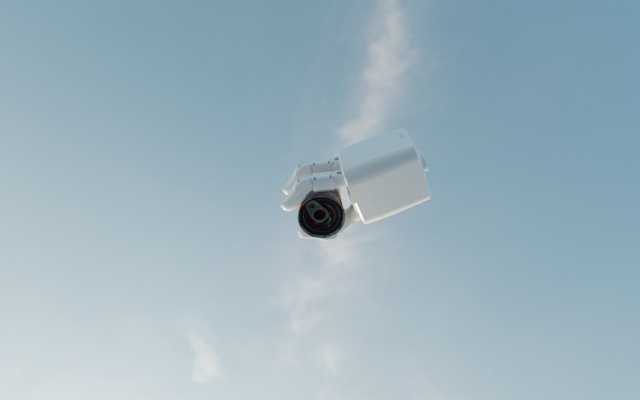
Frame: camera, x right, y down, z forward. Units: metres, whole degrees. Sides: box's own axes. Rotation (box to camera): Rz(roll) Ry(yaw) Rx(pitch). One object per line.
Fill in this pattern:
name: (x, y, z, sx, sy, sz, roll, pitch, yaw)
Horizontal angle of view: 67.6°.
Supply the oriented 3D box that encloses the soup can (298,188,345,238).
soup can: (0.000, 0.002, 0.721, 0.068, 0.068, 0.102, 0, 26, -2)
